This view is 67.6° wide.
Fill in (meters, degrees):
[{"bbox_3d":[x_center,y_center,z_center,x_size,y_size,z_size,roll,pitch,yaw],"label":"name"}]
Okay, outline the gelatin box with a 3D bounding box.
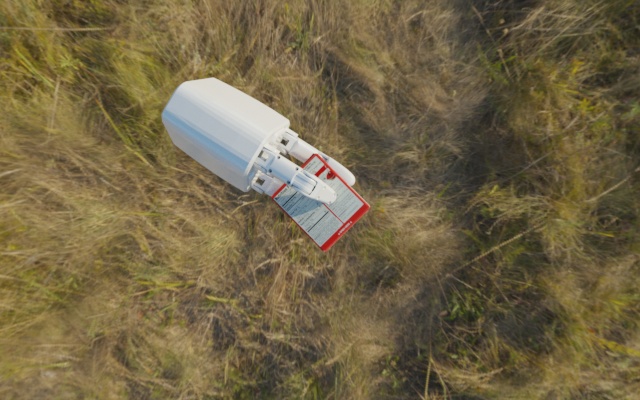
[{"bbox_3d":[0.000,0.002,0.543,0.073,0.089,0.030,-45,-3,3],"label":"gelatin box"}]
